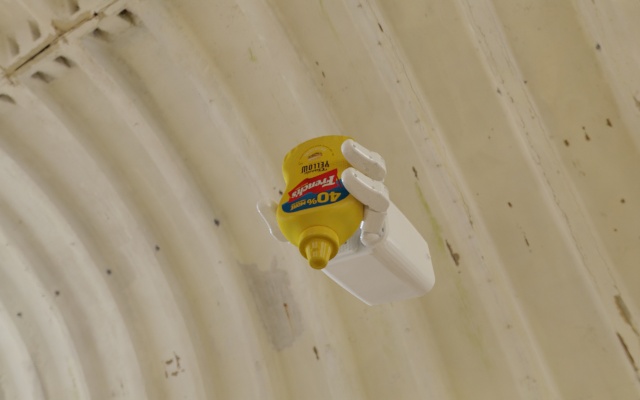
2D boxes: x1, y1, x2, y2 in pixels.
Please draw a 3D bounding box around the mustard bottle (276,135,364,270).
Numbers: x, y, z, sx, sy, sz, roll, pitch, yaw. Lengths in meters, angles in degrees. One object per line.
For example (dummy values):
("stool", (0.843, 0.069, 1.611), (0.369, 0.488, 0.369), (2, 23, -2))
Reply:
("mustard bottle", (0.000, 0.001, 0.531), (0.096, 0.058, 0.191), (-12, 38, 11))
